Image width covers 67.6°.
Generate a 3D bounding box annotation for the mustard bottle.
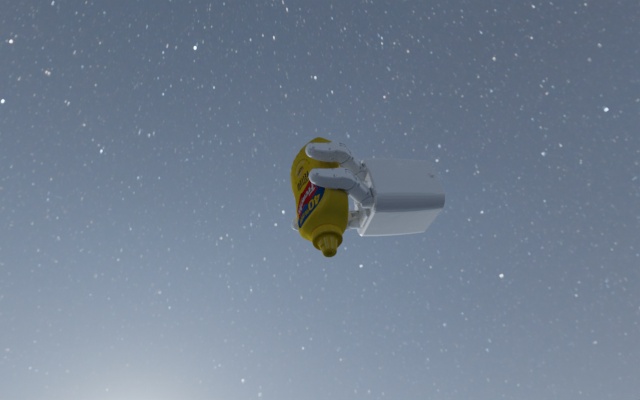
[{"bbox_3d":[0.000,0.002,0.676,0.058,0.191,0.096,19,-53,-26],"label":"mustard bottle"}]
